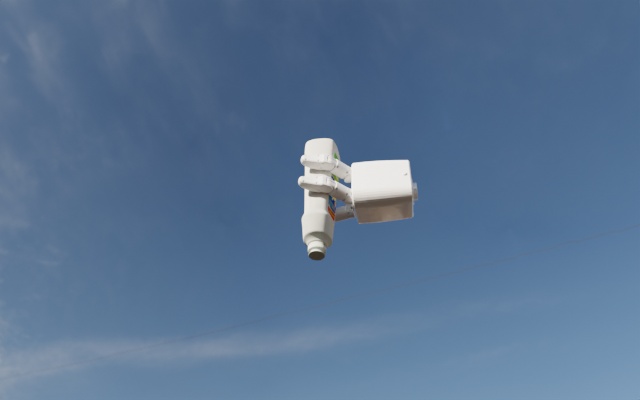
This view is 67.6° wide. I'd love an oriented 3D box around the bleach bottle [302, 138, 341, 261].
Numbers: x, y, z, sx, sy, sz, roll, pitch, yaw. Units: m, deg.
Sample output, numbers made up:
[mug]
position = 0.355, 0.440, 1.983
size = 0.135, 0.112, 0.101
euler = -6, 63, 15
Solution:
[bleach bottle]
position = 0.000, 0.003, 0.880
size = 0.068, 0.250, 0.103
euler = -5, -41, 9
